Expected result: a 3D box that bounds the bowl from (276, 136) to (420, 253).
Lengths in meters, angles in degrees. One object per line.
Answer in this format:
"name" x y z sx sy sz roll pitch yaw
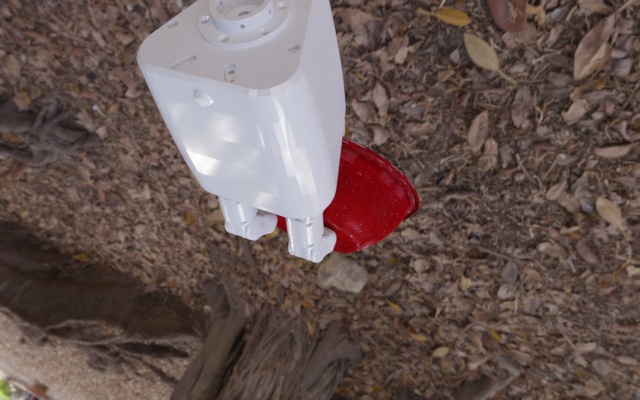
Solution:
"bowl" 0.000 0.002 0.416 0.162 0.055 0.162 21 -19 7
